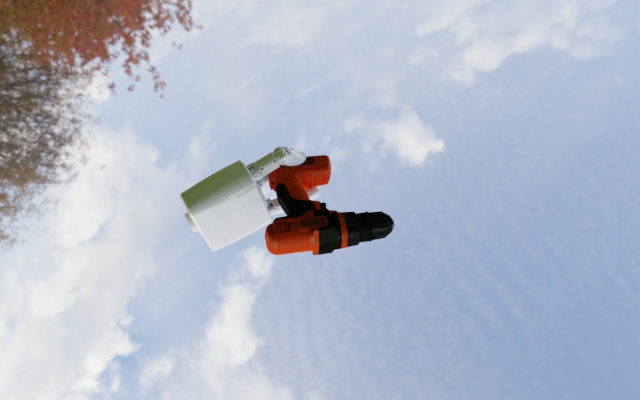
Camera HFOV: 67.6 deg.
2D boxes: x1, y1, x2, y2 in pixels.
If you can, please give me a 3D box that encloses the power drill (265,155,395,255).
[{"bbox_3d":[0.000,0.002,0.723,0.184,0.057,0.187,-6,37,-11],"label":"power drill"}]
